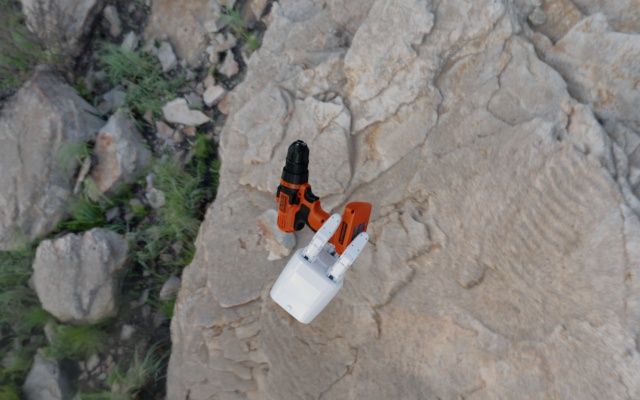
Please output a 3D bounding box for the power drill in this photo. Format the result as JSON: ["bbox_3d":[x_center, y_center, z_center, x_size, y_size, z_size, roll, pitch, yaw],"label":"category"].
[{"bbox_3d":[0.000,0.003,0.852,0.187,0.184,0.057,30,34,34],"label":"power drill"}]
